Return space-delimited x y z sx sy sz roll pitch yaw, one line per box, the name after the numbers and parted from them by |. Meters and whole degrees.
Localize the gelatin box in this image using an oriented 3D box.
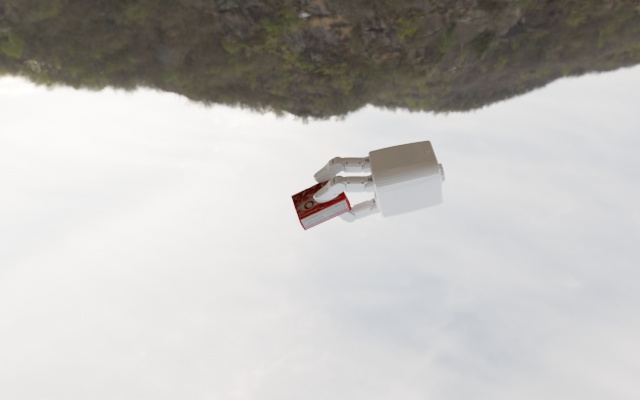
0.000 0.003 0.811 0.089 0.030 0.073 -25 38 2 | gelatin box
